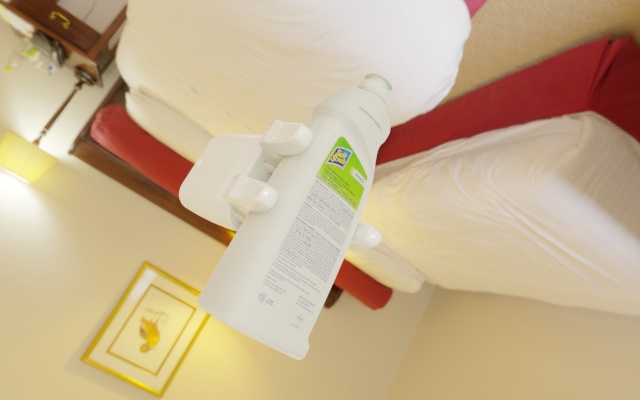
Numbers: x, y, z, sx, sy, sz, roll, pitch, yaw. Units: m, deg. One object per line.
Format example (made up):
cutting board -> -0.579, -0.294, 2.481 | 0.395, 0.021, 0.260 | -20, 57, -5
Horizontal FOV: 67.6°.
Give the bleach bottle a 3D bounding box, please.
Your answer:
bleach bottle -> 0.000, 0.001, 0.417 | 0.068, 0.250, 0.103 | 14, -21, 46
